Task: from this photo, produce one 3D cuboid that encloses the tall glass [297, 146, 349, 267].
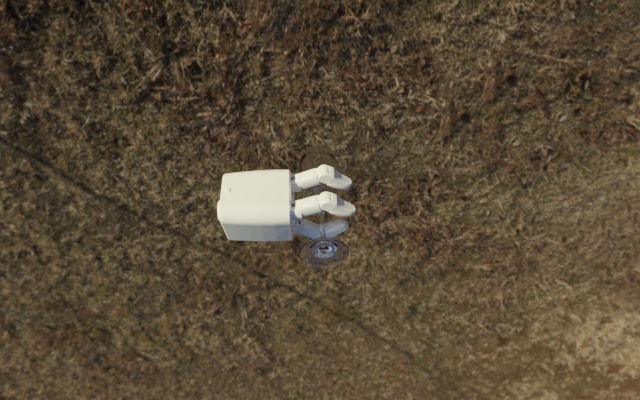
[{"bbox_3d":[0.000,0.003,0.771,0.079,0.200,0.079,-2,-40,-2],"label":"tall glass"}]
